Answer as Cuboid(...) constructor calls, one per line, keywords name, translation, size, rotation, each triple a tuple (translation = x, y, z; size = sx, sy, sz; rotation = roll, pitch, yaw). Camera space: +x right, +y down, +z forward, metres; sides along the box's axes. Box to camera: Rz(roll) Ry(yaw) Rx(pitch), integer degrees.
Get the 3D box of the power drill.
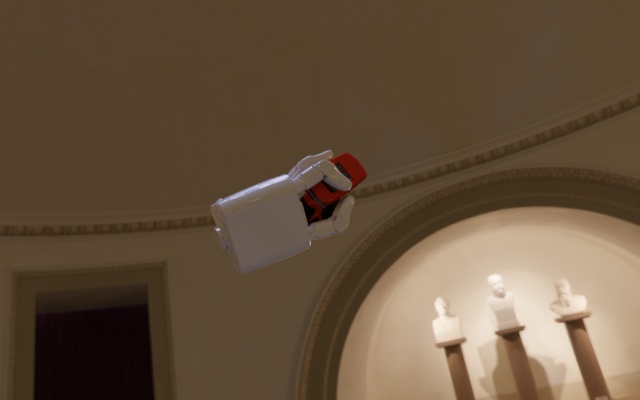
Cuboid(name="power drill", translation=(0.000, 0.002, 0.785), size=(0.184, 0.057, 0.188), rotation=(-35, -11, -39))
